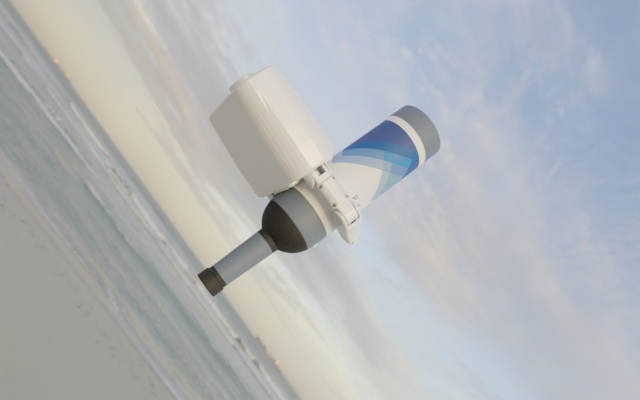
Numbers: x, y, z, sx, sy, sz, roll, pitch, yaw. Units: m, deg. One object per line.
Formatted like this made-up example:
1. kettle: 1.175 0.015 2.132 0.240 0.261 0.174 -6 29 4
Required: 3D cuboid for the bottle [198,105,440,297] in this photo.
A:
1. bottle: 0.000 0.002 0.513 0.295 0.069 0.069 -36 11 -16
